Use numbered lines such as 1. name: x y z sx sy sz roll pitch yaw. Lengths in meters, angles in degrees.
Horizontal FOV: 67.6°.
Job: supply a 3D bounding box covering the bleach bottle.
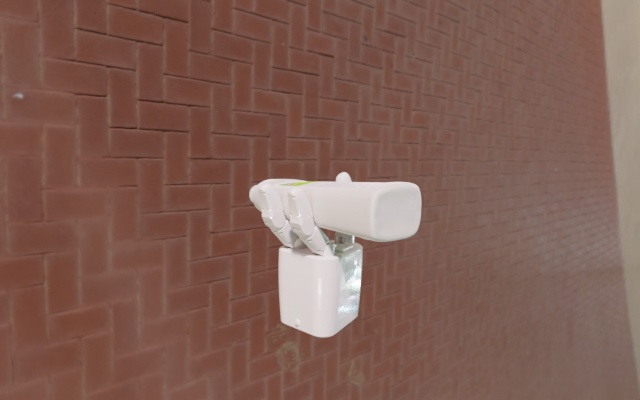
1. bleach bottle: 0.000 0.002 0.633 0.251 0.068 0.102 8 9 44
